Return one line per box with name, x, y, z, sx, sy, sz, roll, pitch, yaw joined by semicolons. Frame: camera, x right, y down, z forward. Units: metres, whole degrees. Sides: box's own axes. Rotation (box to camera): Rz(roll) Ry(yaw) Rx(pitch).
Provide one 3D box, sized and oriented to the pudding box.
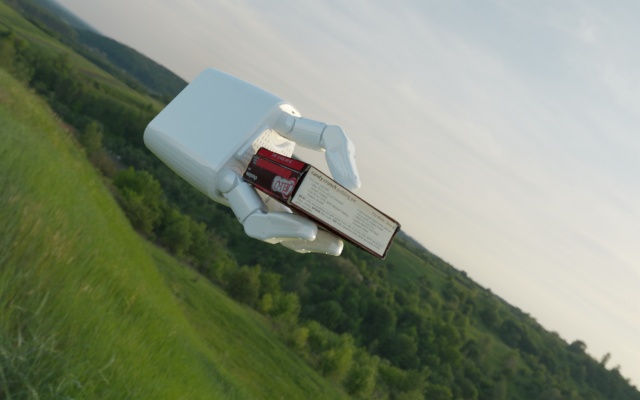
pudding box;0.000;0.001;0.406;0.113;0.039;0.090;30;-1;-34
